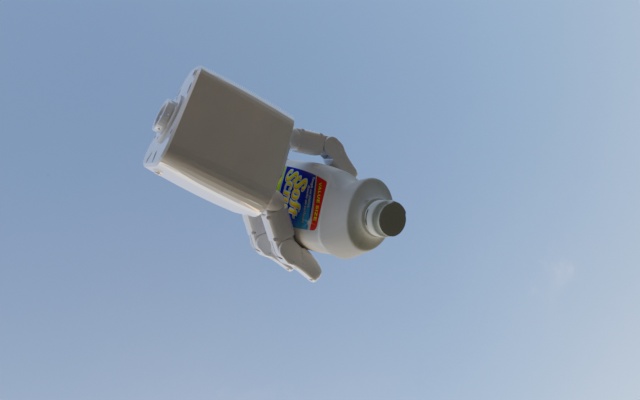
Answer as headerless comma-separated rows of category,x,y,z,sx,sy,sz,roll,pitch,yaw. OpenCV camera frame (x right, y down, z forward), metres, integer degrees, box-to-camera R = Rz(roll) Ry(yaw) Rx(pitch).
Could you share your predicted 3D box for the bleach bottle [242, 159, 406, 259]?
bleach bottle,0.000,0.002,0.495,0.068,0.102,0.251,28,-11,-28
